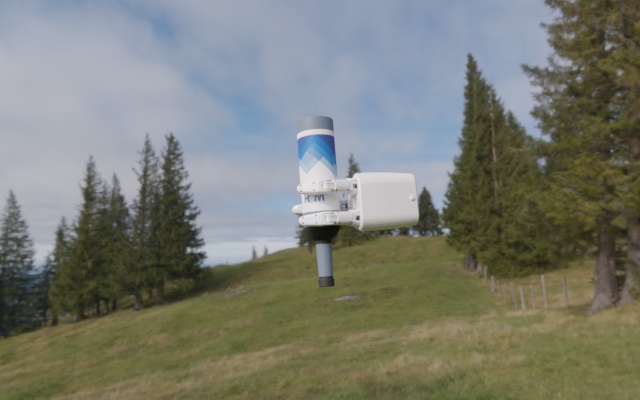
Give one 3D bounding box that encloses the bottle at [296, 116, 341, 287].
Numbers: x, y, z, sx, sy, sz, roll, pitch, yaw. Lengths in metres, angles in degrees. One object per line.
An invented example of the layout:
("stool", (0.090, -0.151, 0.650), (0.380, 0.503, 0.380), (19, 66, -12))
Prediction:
("bottle", (0.000, 0.003, 0.842), (0.069, 0.295, 0.069), (-4, -7, -1))
